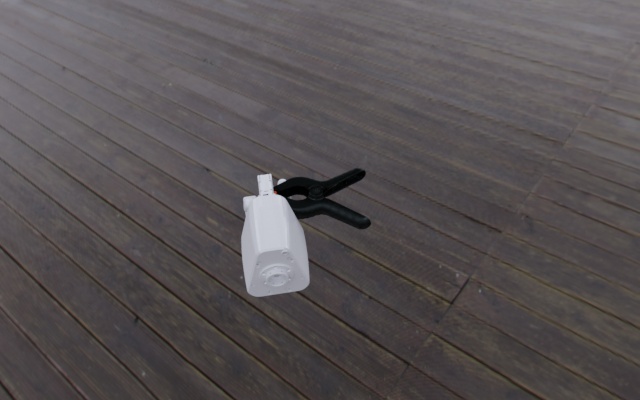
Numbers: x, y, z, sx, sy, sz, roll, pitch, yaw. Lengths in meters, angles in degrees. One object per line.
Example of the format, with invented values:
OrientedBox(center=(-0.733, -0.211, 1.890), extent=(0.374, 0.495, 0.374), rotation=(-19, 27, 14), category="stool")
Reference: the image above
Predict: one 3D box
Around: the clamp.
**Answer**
OrientedBox(center=(0.000, 0.002, 0.761), extent=(0.171, 0.039, 0.120), rotation=(-8, 45, -5), category="clamp")
